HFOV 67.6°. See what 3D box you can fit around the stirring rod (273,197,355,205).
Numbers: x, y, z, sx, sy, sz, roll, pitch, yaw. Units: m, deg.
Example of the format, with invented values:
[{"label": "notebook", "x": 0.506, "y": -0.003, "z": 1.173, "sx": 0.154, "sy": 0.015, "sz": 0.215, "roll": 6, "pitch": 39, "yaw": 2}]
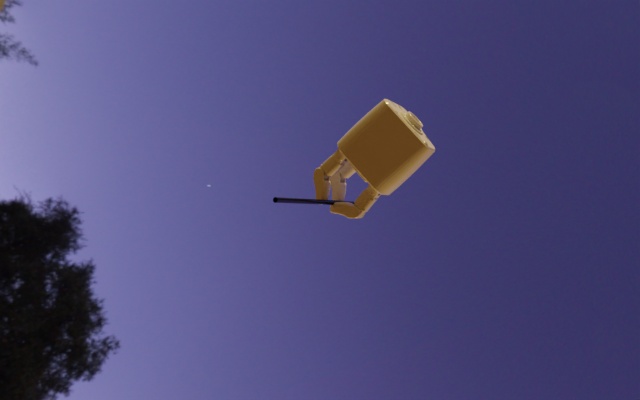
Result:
[{"label": "stirring rod", "x": 0.000, "y": 0.002, "z": 0.765, "sx": 0.011, "sy": 0.011, "sz": 0.239, "roll": 0, "pitch": -2, "yaw": 32}]
